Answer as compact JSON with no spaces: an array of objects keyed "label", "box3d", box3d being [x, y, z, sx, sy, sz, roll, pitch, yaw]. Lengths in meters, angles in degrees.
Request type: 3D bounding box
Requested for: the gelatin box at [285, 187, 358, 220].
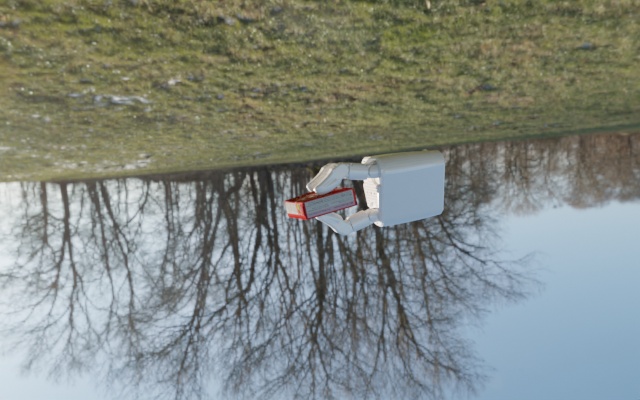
[{"label":"gelatin box","box3d":[0.000,0.003,0.726,0.089,0.030,0.073,-17,9,-24]}]
